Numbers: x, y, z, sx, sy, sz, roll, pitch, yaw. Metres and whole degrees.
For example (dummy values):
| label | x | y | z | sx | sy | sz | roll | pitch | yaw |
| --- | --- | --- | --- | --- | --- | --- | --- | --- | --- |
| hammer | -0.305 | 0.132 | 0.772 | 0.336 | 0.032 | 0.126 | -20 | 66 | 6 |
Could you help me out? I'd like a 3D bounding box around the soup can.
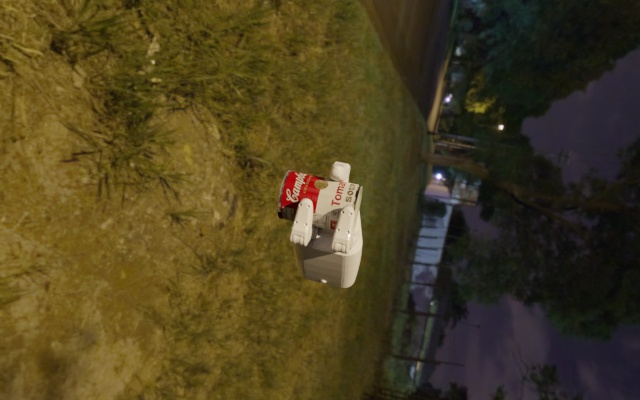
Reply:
| label | x | y | z | sx | sy | sz | roll | pitch | yaw |
| --- | --- | --- | --- | --- | --- | --- | --- | --- | --- |
| soup can | 0.000 | 0.002 | 0.647 | 0.102 | 0.068 | 0.068 | 12 | 2 | 9 |
